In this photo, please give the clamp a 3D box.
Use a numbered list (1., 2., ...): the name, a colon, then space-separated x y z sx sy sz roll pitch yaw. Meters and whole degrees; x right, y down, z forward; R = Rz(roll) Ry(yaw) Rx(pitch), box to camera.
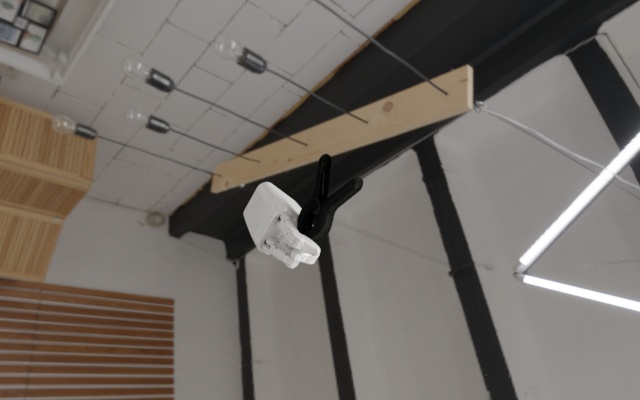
1. clamp: 0.001 0.003 0.841 0.039 0.171 0.120 22 22 -34
